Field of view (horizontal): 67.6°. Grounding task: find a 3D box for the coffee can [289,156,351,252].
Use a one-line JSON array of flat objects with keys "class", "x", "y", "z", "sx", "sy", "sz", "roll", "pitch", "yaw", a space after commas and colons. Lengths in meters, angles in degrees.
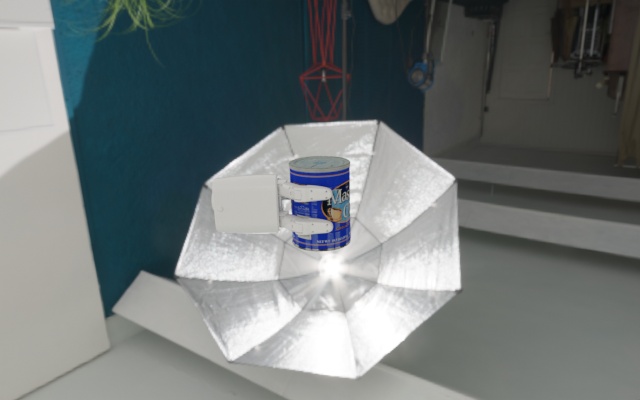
[{"class": "coffee can", "x": 0.000, "y": 0.002, "z": 0.810, "sx": 0.103, "sy": 0.140, "sz": 0.102, "roll": -1, "pitch": 16, "yaw": 0}]
